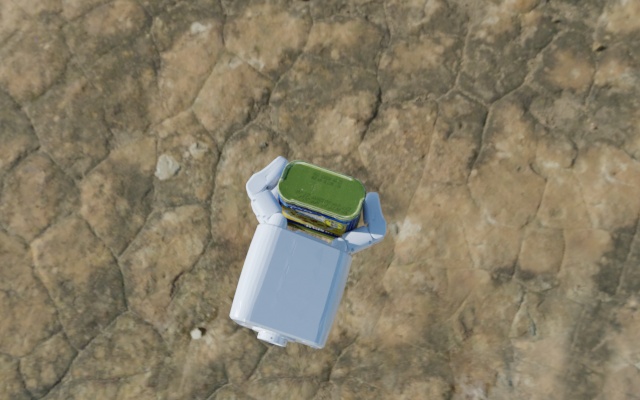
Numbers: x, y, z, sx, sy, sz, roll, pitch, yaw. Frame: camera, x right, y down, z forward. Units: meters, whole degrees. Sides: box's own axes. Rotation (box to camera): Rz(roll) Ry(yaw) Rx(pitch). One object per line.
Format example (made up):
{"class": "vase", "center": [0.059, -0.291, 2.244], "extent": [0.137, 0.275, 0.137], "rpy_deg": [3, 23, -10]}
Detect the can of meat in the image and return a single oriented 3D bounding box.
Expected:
{"class": "can of meat", "center": [0.000, 0.002, 0.558], "extent": [0.102, 0.057, 0.084], "rpy_deg": [18, -19, 4]}
